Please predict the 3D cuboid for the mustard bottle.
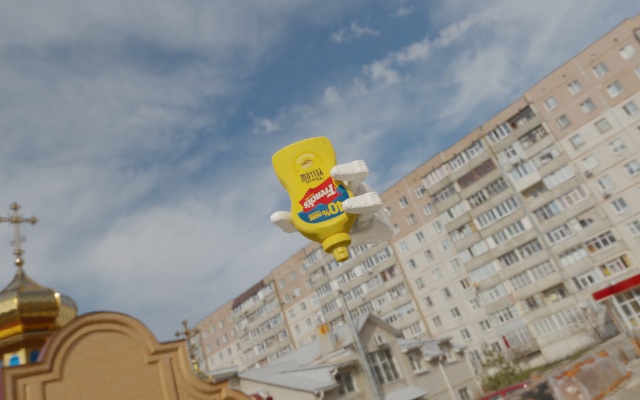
[{"bbox_3d":[0.000,0.002,0.705,0.096,0.191,0.058,-19,-24,-6],"label":"mustard bottle"}]
